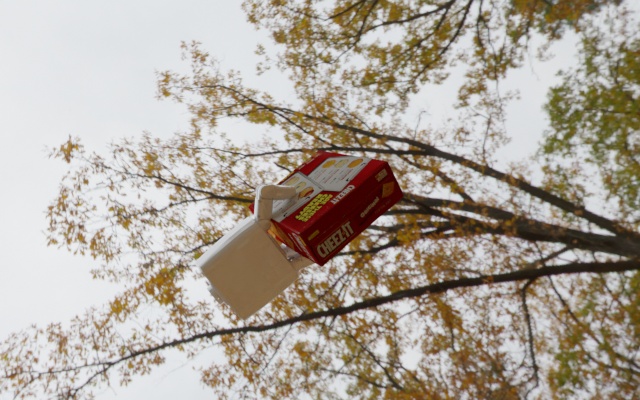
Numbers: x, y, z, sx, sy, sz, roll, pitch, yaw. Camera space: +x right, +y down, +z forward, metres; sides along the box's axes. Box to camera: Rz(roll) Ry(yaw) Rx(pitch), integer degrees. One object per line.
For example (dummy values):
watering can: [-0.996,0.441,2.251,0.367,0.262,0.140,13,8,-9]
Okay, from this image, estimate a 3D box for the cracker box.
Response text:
cracker box: [0.000,0.002,0.741,0.164,0.072,0.213,-40,25,-15]
